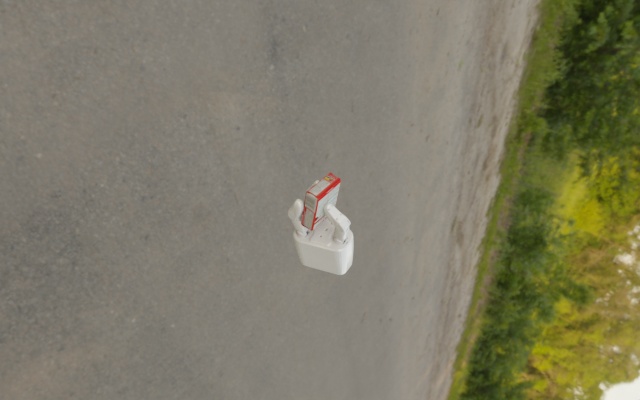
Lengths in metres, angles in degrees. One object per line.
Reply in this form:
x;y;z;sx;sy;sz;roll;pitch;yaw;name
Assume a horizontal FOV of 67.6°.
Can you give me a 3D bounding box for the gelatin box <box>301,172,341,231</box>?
0.001;0.003;0.880;0.030;0.089;0.073;32;48;20;gelatin box
